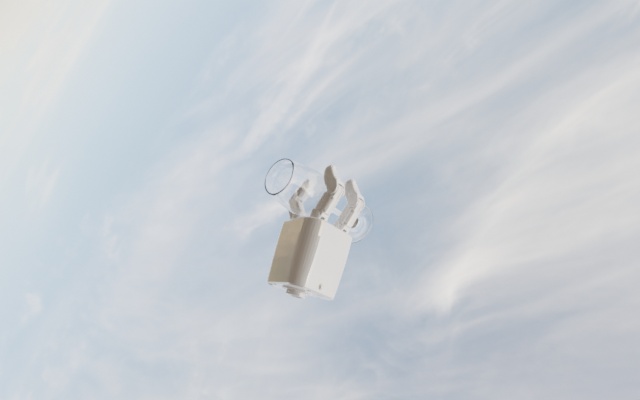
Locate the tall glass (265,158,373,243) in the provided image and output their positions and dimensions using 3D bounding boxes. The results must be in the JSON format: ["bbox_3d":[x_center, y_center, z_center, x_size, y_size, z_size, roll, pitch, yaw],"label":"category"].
[{"bbox_3d":[0.001,0.003,0.789,0.079,0.079,0.201,0,-24,44],"label":"tall glass"}]
